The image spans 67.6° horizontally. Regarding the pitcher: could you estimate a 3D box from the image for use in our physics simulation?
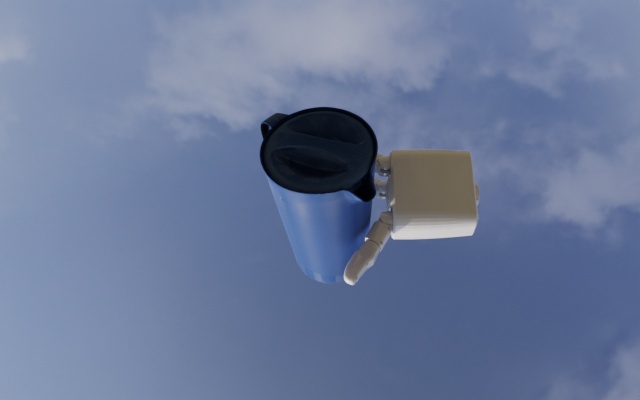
[{"bbox_3d":[0.000,0.002,0.629,0.145,0.149,0.243,-1,-37,4],"label":"pitcher"}]
